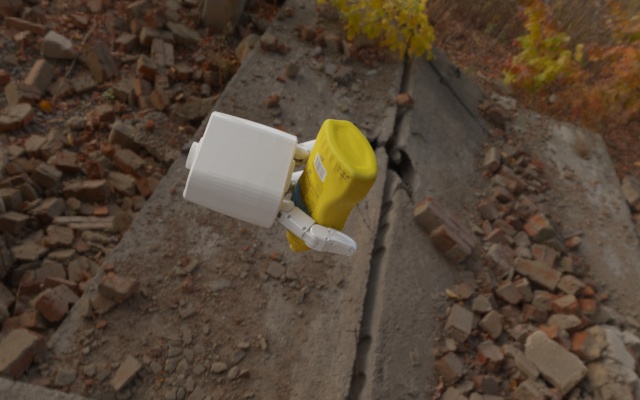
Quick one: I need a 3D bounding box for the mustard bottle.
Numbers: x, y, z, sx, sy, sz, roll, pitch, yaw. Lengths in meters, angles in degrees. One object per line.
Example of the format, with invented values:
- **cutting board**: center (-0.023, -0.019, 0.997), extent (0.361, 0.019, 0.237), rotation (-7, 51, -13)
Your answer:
- **mustard bottle**: center (0.001, 0.002, 0.583), extent (0.058, 0.096, 0.192), rotation (-1, -40, -29)
